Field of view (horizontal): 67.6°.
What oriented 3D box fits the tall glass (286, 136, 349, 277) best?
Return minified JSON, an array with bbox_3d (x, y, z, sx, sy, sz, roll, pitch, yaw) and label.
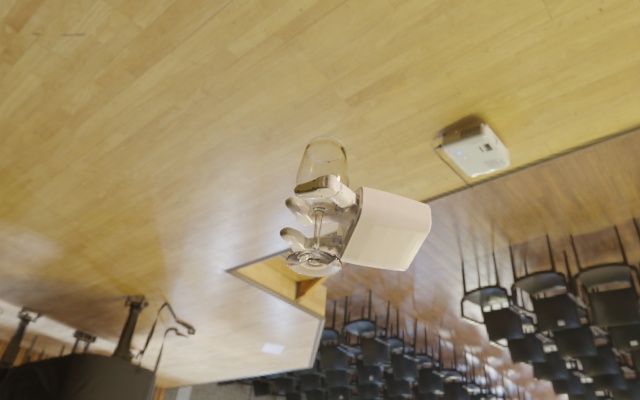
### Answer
[{"bbox_3d":[0.000,0.003,0.679,0.079,0.201,0.079,4,-35,3],"label":"tall glass"}]
